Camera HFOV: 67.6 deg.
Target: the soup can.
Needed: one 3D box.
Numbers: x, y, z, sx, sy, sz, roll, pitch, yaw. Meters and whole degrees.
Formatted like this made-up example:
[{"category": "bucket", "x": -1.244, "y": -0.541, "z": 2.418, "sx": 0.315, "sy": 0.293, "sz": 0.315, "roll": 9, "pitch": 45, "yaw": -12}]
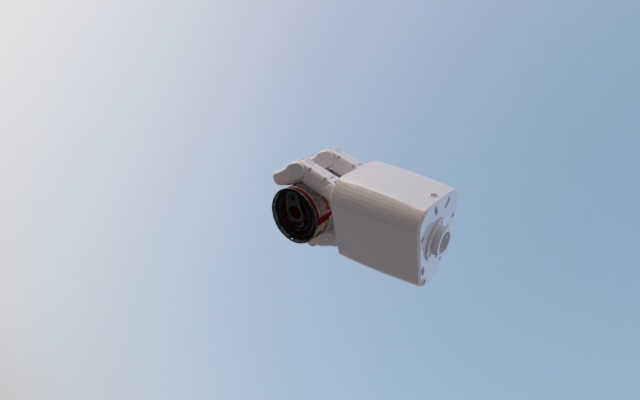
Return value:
[{"category": "soup can", "x": 0.000, "y": 0.002, "z": 0.581, "sx": 0.068, "sy": 0.068, "sz": 0.102, "roll": 0, "pitch": 19, "yaw": 41}]
